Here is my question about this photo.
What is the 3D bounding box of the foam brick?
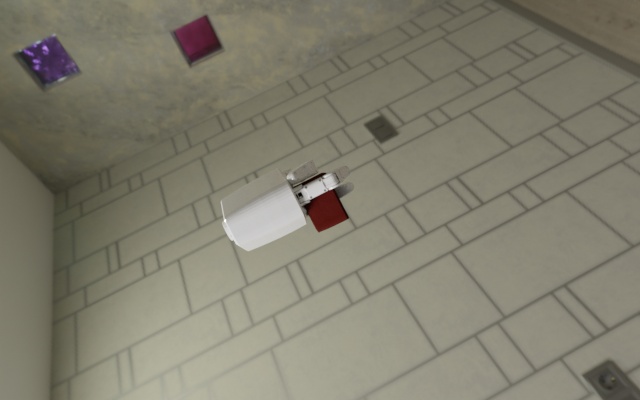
[{"bbox_3d":[0.000,0.003,0.725,0.051,0.078,0.053,-28,6,-5],"label":"foam brick"}]
